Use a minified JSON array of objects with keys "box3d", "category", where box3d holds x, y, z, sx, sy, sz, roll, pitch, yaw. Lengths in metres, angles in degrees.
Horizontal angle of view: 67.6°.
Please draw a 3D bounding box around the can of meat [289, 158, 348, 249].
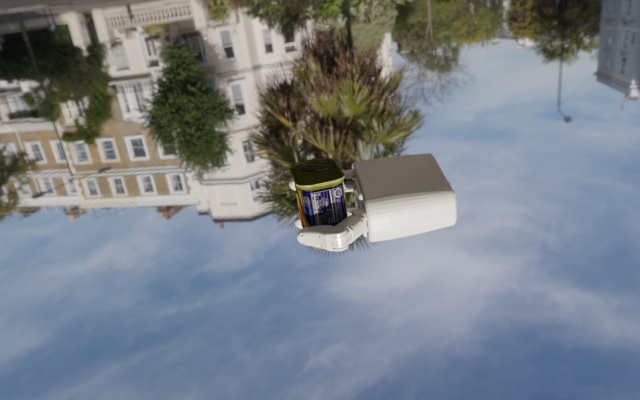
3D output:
[{"box3d":[0.000,0.002,0.589,0.057,0.084,0.102,-12,21,-6],"category":"can of meat"}]
